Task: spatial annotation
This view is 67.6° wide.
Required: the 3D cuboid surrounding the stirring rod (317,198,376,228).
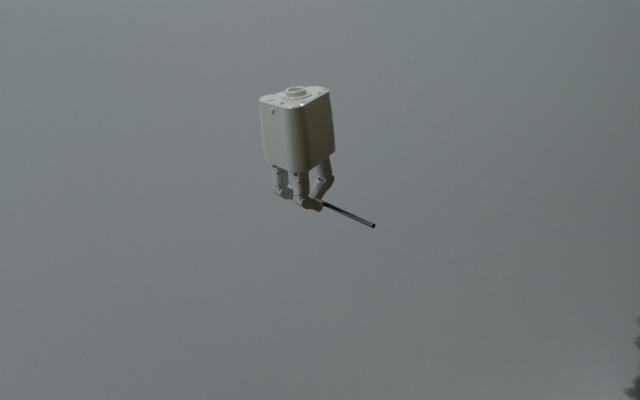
[{"bbox_3d":[0.000,0.003,0.808,0.011,0.011,0.239,0,17,-45],"label":"stirring rod"}]
